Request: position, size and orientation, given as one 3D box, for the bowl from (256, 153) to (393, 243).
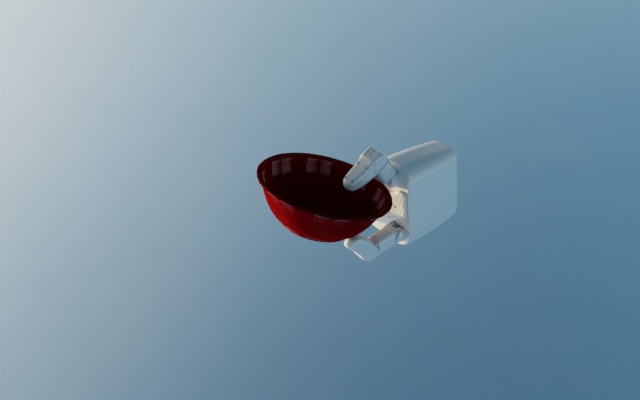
[{"bbox_3d":[-0.001,0.002,0.565,0.162,0.055,0.162,12,27,-6],"label":"bowl"}]
